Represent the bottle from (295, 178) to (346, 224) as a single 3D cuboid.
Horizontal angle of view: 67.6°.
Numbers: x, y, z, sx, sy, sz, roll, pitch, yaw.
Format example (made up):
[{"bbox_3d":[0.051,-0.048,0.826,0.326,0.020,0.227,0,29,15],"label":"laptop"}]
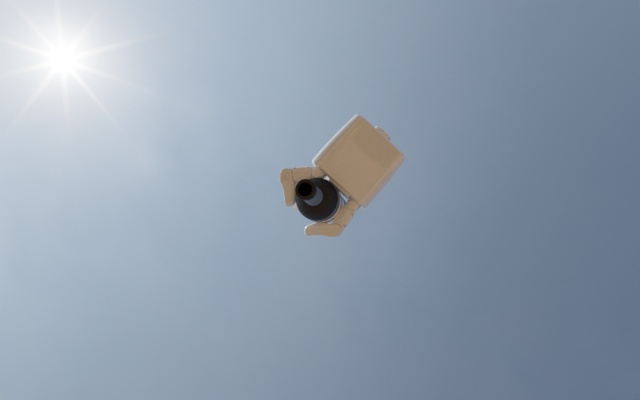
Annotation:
[{"bbox_3d":[0.000,0.003,0.767,0.069,0.069,0.296,0,-7,8],"label":"bottle"}]
